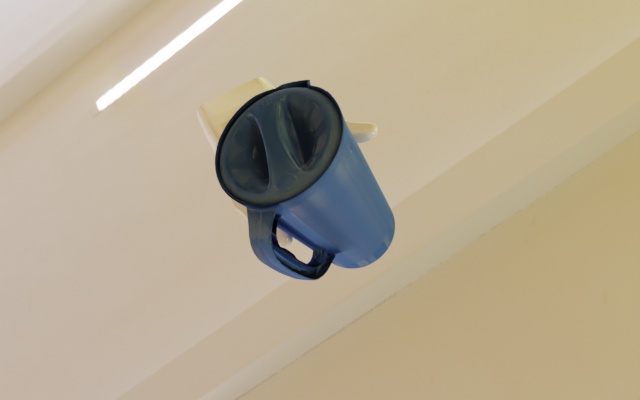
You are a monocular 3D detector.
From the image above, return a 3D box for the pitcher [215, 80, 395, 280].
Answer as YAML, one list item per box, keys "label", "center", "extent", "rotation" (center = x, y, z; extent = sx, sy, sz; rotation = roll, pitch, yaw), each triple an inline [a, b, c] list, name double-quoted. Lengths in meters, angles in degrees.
- label: "pitcher"
  center: [0.000, 0.002, 0.531]
  extent: [0.145, 0.149, 0.243]
  rotation: [51, 2, 35]
